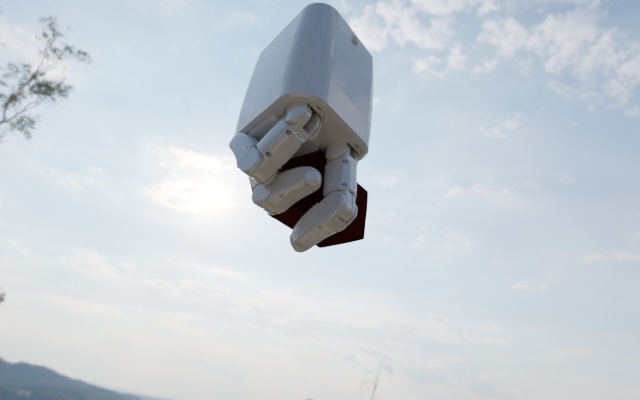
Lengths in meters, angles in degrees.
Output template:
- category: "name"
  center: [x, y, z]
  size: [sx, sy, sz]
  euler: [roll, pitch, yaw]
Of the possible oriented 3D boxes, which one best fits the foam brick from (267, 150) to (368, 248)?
- category: "foam brick"
  center: [0.000, 0.002, 0.424]
  size: [0.053, 0.051, 0.078]
  euler: [-13, -35, 34]
